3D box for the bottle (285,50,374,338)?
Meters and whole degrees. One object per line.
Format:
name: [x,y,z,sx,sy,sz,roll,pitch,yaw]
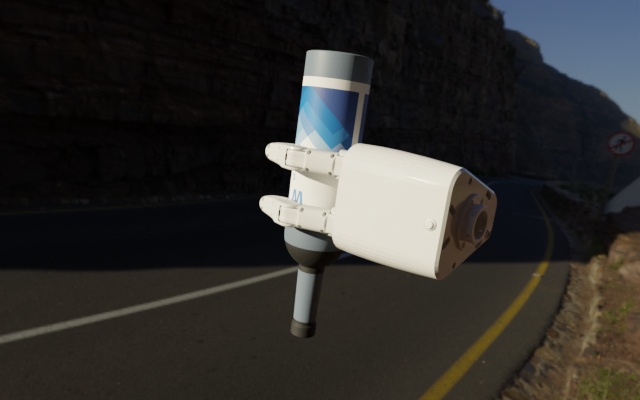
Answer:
bottle: [0.000,0.001,0.496,0.069,0.296,0.069,7,11,-1]
